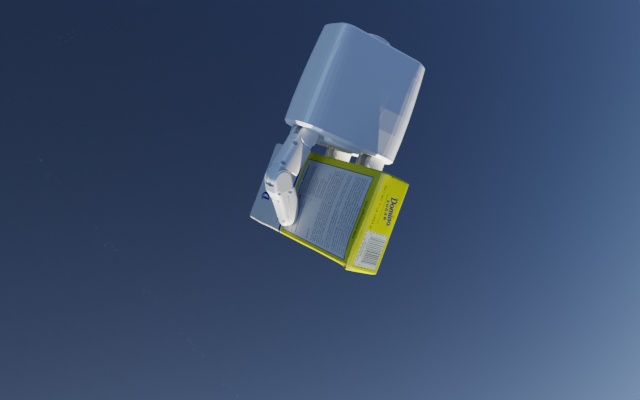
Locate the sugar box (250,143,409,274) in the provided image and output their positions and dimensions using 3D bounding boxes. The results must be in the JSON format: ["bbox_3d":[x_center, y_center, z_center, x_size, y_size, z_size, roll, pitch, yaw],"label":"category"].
[{"bbox_3d":[0.001,0.002,0.492,0.048,0.093,0.176,20,2,-38],"label":"sugar box"}]
